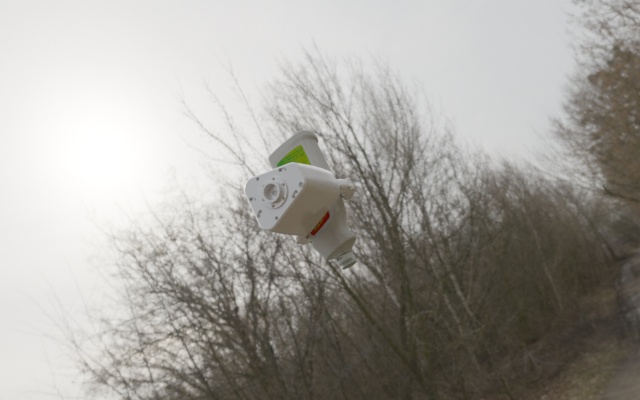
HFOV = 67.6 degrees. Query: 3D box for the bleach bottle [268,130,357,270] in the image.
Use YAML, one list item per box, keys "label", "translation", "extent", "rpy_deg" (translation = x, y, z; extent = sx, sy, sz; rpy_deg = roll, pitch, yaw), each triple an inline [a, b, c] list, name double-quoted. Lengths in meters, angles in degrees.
- label: "bleach bottle"
  translation: [0.000, 0.003, 0.854]
  extent: [0.102, 0.250, 0.068]
  rpy_deg: [-36, -21, 21]
